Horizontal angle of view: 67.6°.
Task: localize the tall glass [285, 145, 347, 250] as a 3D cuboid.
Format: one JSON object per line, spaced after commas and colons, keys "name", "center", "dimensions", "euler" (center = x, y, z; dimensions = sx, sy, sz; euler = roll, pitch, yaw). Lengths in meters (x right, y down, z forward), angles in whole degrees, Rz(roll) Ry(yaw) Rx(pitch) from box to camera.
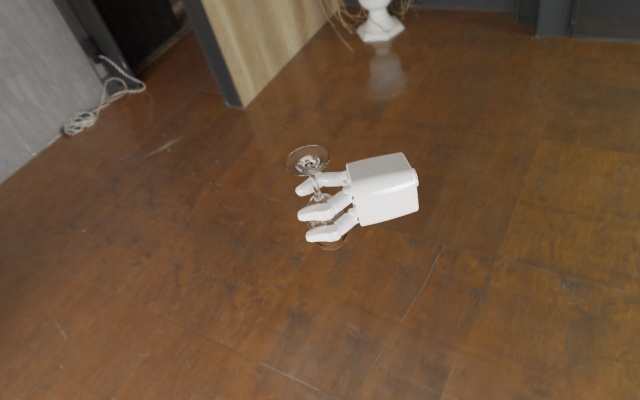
{"name": "tall glass", "center": [0.000, 0.002, 0.842], "dimensions": [0.079, 0.079, 0.201], "euler": [0, -44, 17]}
